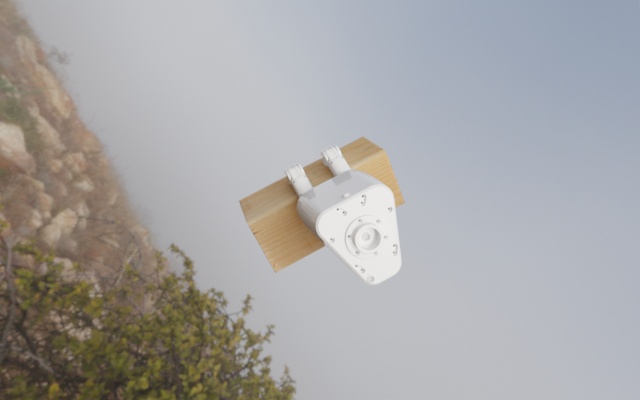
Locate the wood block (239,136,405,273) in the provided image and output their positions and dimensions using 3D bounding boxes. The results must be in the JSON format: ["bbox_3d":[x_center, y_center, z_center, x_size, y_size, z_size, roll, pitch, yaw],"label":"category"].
[{"bbox_3d":[0.000,0.003,0.681,0.206,0.091,0.090,-28,25,-6],"label":"wood block"}]
